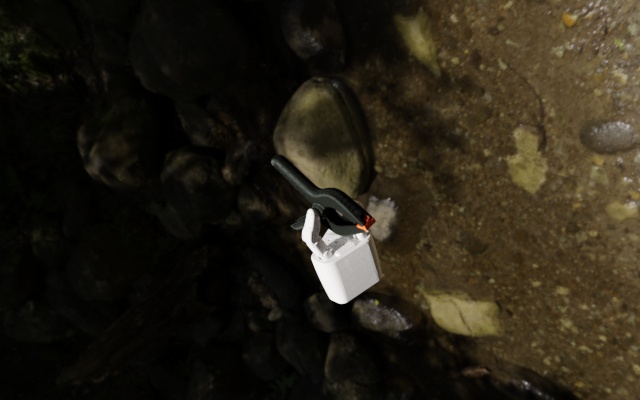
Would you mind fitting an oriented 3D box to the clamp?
[{"bbox_3d":[0.000,0.003,0.822,0.210,0.165,0.036,14,45,43],"label":"clamp"}]
